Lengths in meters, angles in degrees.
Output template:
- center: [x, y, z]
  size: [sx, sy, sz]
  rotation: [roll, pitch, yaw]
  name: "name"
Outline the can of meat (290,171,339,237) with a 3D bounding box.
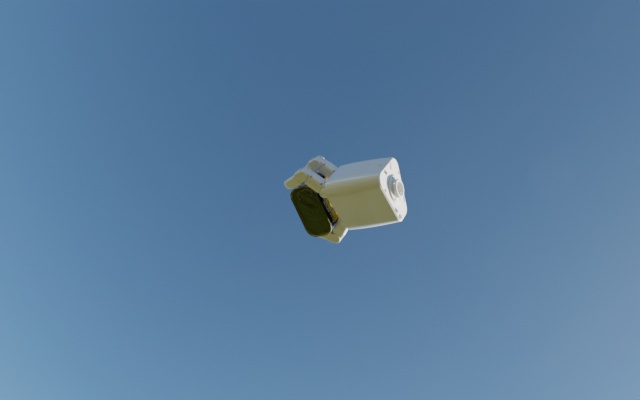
- center: [0.000, 0.003, 0.898]
  size: [0.057, 0.102, 0.084]
  rotation: [-13, 20, 34]
  name: "can of meat"
